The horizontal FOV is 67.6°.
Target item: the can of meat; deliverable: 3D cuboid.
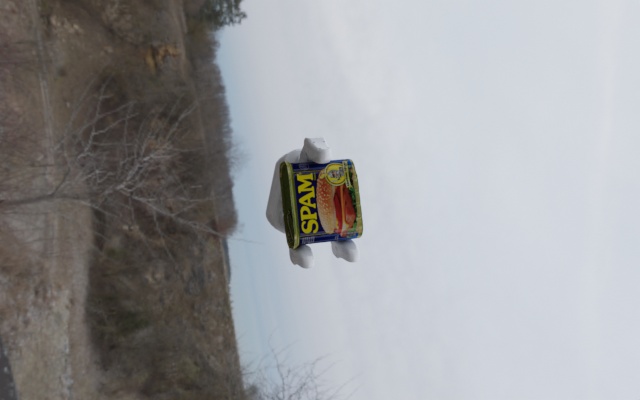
[{"bbox_3d":[0.000,0.002,0.569,0.084,0.102,0.057,-5,-2,-15],"label":"can of meat"}]
